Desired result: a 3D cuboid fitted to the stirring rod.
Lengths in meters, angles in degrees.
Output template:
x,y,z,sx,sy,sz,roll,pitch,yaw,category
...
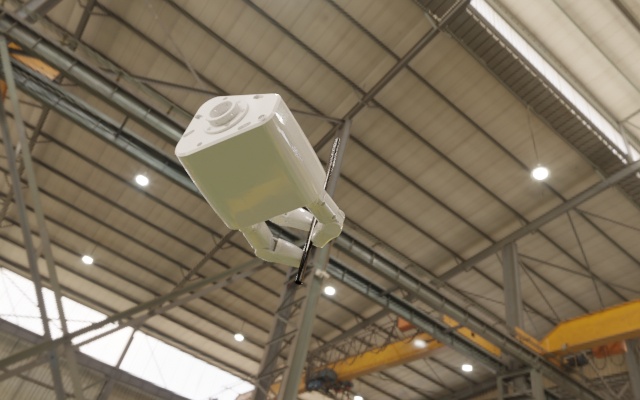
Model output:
x,y,z,sx,sy,sz,roll,pitch,yaw,category
0.000,0.002,0.597,0.011,0.239,0.011,9,-41,8,stirring rod
